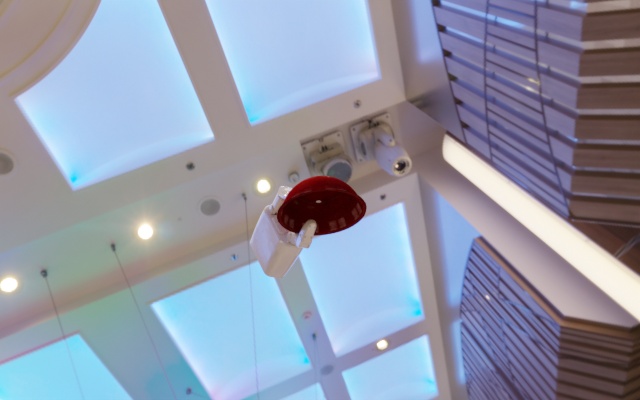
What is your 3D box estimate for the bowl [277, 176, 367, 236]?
[{"bbox_3d":[0.001,0.002,0.867,0.162,0.055,0.162,-5,-32,-3],"label":"bowl"}]
